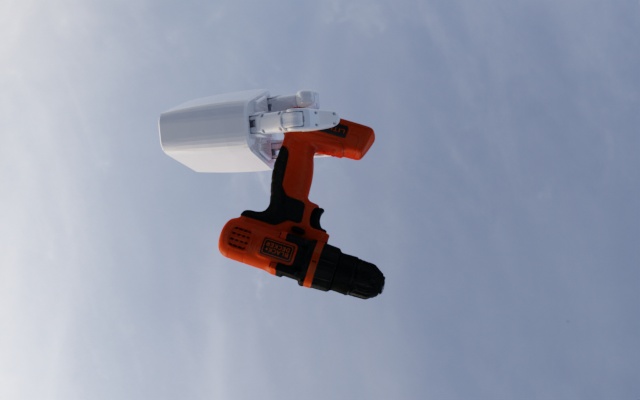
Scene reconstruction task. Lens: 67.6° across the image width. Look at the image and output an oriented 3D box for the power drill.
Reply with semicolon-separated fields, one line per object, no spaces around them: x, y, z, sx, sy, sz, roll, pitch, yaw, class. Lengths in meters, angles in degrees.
0.000;0.001;0.528;0.184;0.187;0.057;17;-14;2;power drill
